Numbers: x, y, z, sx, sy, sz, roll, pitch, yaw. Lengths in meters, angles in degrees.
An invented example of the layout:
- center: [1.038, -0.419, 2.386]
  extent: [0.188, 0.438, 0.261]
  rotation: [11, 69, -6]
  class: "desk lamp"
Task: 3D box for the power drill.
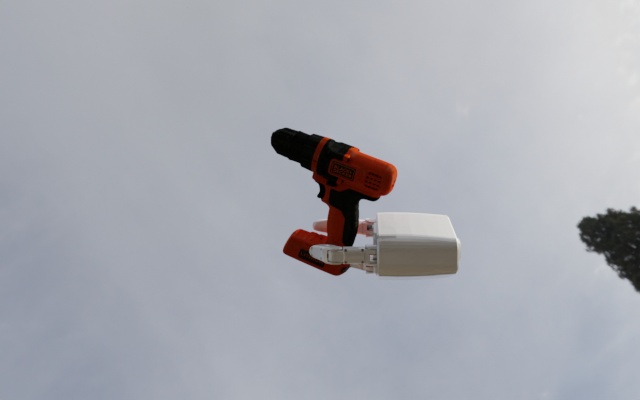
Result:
- center: [0.000, 0.003, 0.680]
  extent: [0.184, 0.188, 0.057]
  rotation: [23, 30, 16]
  class: "power drill"
